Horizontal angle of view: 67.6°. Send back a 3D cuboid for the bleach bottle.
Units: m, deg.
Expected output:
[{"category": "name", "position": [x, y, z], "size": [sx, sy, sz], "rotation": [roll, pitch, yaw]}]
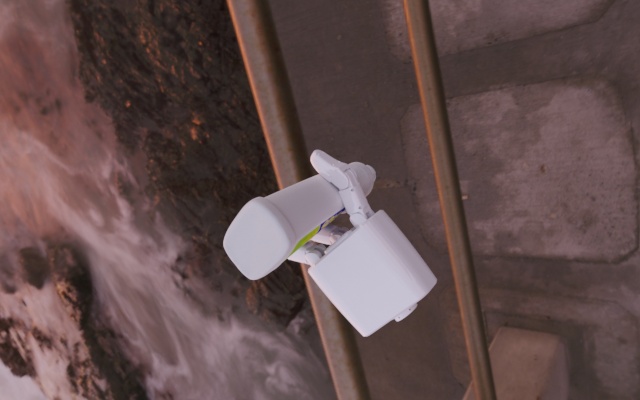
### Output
[{"category": "bleach bottle", "position": [0.000, 0.002, 0.586], "size": [0.250, 0.068, 0.103], "rotation": [-31, -11, -48]}]
